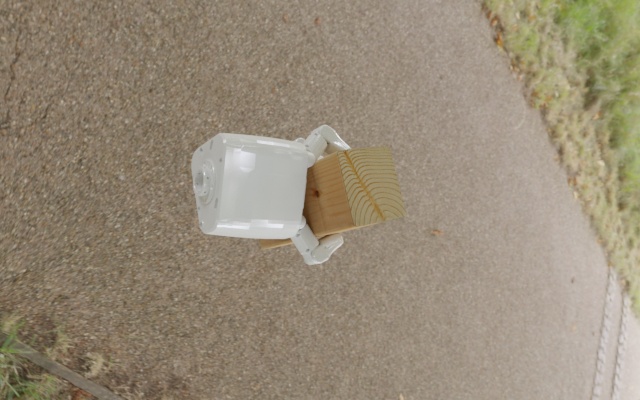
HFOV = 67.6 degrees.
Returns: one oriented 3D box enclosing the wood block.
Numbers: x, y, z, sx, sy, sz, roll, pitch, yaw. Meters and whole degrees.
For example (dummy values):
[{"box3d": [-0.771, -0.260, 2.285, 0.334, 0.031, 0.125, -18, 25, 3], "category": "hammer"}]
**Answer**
[{"box3d": [0.000, 0.002, 0.635, 0.090, 0.091, 0.206, -9, -5, -39], "category": "wood block"}]
